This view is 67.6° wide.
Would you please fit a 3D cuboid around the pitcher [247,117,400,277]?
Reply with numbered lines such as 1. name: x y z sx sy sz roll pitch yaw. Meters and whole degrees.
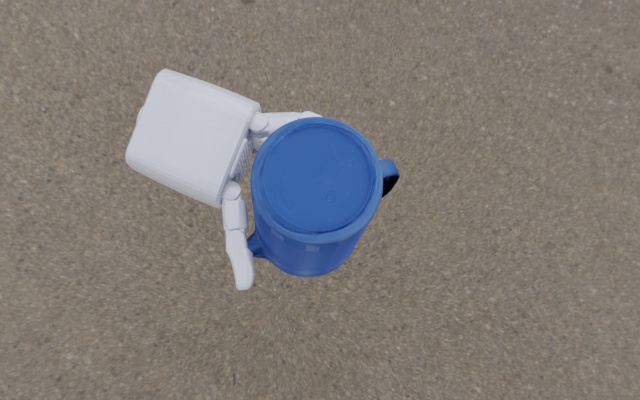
1. pitcher: 0.000 0.002 0.495 0.145 0.149 0.243 22 -12 1
